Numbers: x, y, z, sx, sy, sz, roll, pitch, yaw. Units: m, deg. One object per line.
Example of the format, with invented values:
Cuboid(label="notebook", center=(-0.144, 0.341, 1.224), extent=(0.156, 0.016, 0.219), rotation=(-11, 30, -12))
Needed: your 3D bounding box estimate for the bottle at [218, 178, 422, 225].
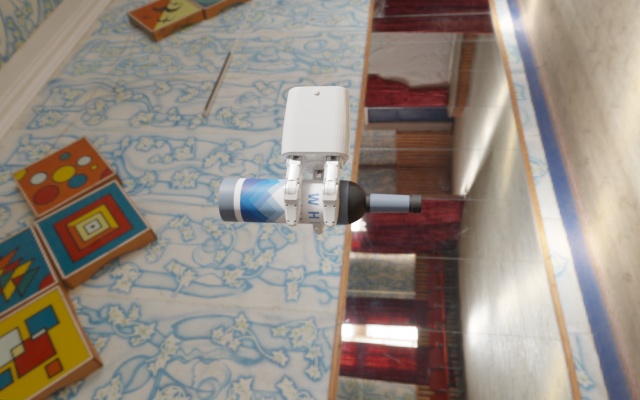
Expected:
Cuboid(label="bottle", center=(0.000, 0.002, 0.711), extent=(0.296, 0.069, 0.069), rotation=(1, 0, 8))
